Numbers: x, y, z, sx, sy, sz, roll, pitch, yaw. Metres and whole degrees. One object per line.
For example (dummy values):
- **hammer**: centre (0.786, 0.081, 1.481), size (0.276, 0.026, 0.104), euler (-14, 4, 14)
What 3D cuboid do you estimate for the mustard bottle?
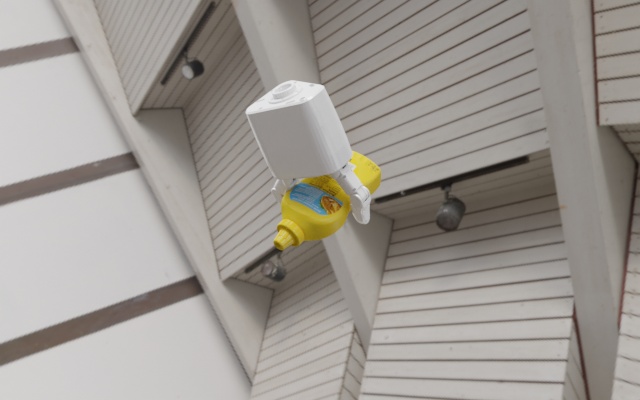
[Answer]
- **mustard bottle**: centre (0.000, 0.002, 0.691), size (0.096, 0.058, 0.191), euler (28, 54, 25)
